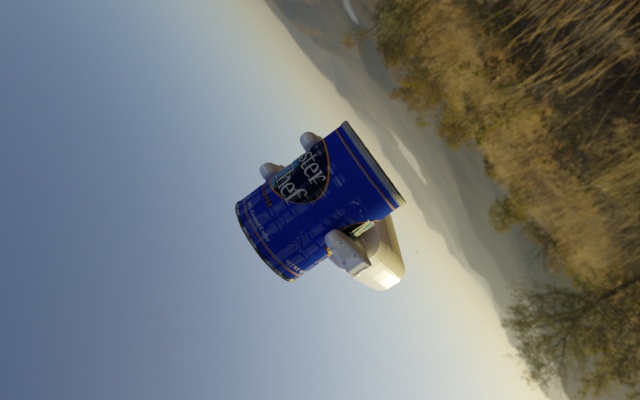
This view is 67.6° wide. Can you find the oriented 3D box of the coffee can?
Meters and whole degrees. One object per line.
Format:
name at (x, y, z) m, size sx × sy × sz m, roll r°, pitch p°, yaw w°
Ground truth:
coffee can at (0.000, 0.001, 0.486) m, size 0.140 × 0.103 × 0.103 m, roll -36°, pitch -6°, yaw 9°
